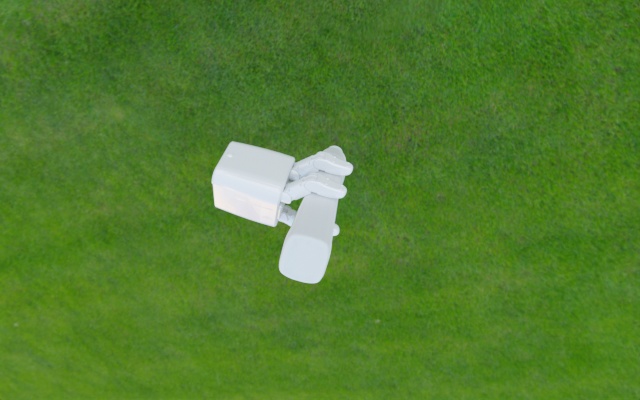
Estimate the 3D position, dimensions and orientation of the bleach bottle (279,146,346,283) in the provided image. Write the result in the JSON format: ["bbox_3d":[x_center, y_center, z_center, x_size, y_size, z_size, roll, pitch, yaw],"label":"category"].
[{"bbox_3d":[0.000,0.002,0.759,0.068,0.103,0.250,16,43,0],"label":"bleach bottle"}]
